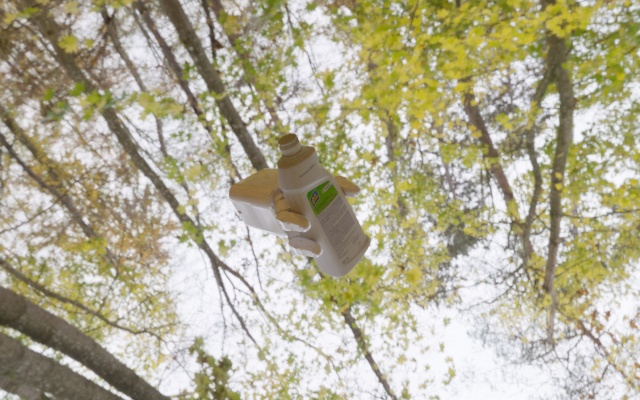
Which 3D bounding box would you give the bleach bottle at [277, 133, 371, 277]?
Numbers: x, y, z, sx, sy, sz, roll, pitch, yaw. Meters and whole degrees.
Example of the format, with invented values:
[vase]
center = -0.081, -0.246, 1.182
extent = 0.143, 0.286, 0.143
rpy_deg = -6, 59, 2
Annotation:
[bleach bottle]
center = 0.000, 0.003, 0.745
extent = 0.068, 0.251, 0.102
rpy_deg = 11, 47, 40
